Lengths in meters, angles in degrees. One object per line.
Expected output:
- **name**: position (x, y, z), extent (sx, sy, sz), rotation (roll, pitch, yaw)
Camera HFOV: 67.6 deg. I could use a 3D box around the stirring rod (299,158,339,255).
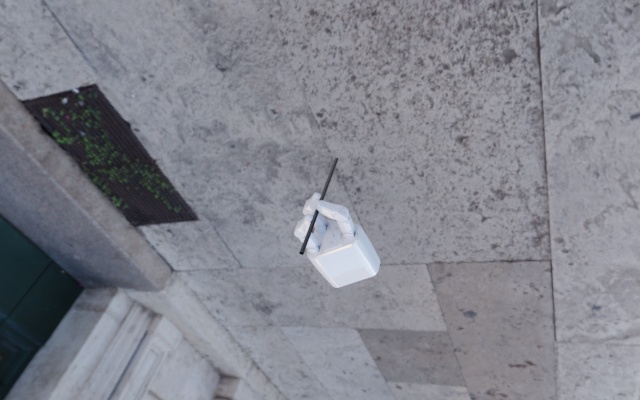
- **stirring rod**: position (0.000, 0.003, 0.880), extent (0.011, 0.239, 0.011), rotation (12, -41, 10)
